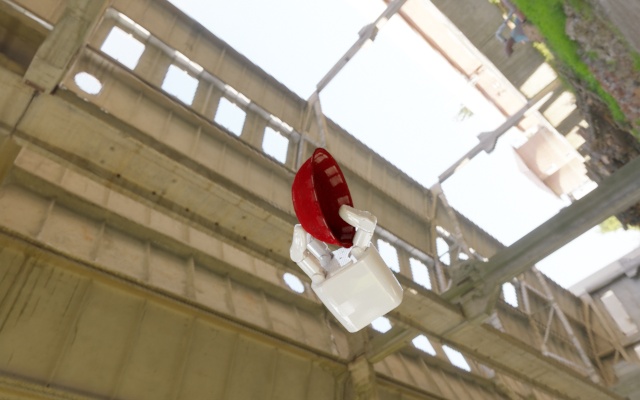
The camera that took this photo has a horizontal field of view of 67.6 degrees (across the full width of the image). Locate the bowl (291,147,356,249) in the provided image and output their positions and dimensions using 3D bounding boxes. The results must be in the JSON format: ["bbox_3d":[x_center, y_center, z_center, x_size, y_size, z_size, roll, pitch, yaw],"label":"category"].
[{"bbox_3d":[-0.001,0.001,0.741,0.055,0.162,0.162,-17,-6,20],"label":"bowl"}]
